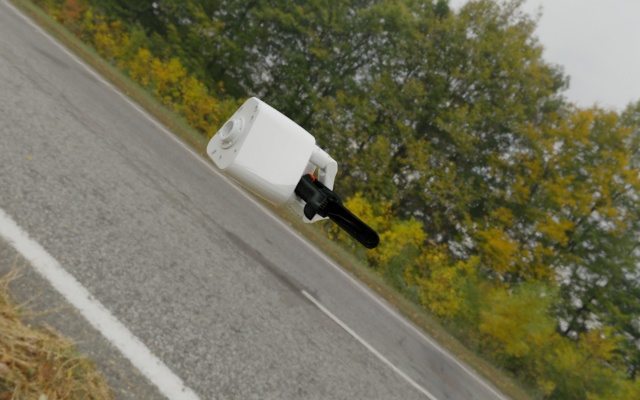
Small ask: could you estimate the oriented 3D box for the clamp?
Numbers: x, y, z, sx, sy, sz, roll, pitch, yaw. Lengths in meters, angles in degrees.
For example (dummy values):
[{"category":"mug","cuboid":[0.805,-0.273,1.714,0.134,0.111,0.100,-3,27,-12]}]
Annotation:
[{"category":"clamp","cuboid":[0.000,0.002,0.663,0.120,0.039,0.171,32,6,-40]}]
